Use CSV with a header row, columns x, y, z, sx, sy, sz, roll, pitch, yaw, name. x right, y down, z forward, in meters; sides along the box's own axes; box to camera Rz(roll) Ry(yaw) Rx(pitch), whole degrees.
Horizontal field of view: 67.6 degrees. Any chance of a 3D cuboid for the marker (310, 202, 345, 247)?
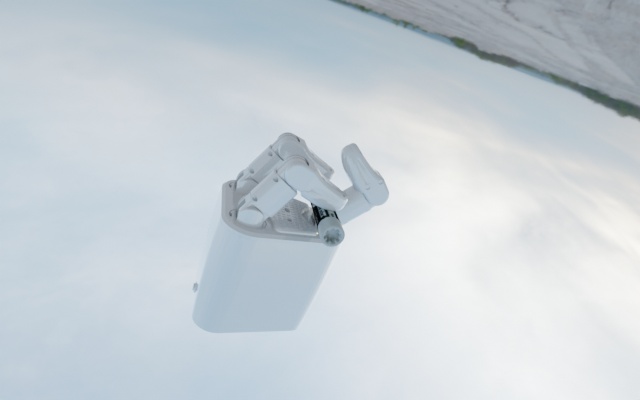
x,y,z,sx,sy,sz,roll,pitch,yaw,name
0.000,0.001,0.413,0.020,0.020,0.121,0,26,-10,marker
